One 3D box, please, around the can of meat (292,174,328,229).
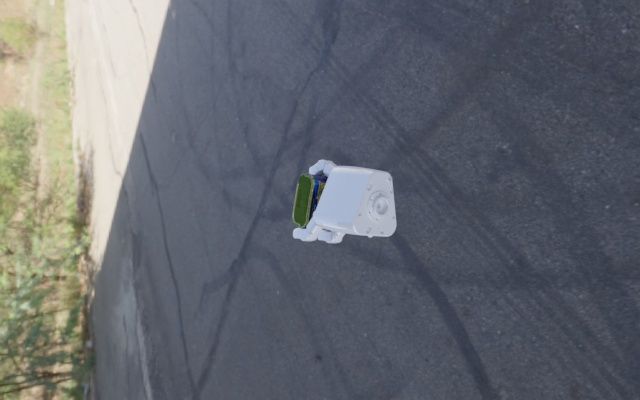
[{"bbox_3d":[0.000,0.003,0.882,0.084,0.102,0.057,5,7,-35],"label":"can of meat"}]
